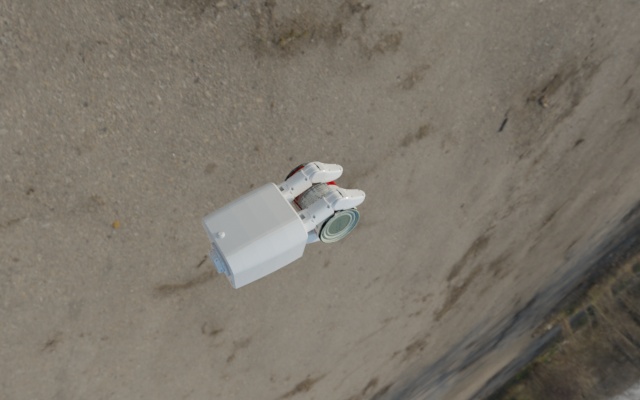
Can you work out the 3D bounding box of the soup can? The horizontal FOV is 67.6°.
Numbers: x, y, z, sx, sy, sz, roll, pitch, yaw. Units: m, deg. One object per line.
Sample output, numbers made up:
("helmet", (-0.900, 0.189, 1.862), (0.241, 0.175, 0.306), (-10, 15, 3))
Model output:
("soup can", (0.001, 0.002, 0.678), (0.068, 0.068, 0.102), (0, 41, -45))
